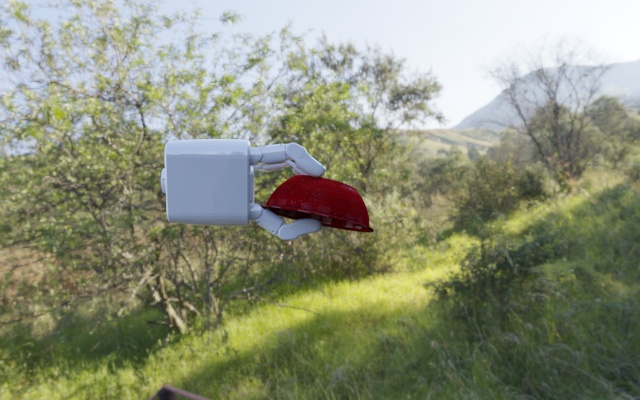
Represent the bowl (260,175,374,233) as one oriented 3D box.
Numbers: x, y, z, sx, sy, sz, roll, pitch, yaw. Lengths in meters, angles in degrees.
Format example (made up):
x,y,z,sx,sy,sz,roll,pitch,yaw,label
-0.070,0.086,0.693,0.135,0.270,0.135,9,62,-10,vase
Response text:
x,y,z,sx,sy,sz,roll,pitch,yaw,label
0.001,0.002,0.666,0.162,0.055,0.162,12,-7,2,bowl
